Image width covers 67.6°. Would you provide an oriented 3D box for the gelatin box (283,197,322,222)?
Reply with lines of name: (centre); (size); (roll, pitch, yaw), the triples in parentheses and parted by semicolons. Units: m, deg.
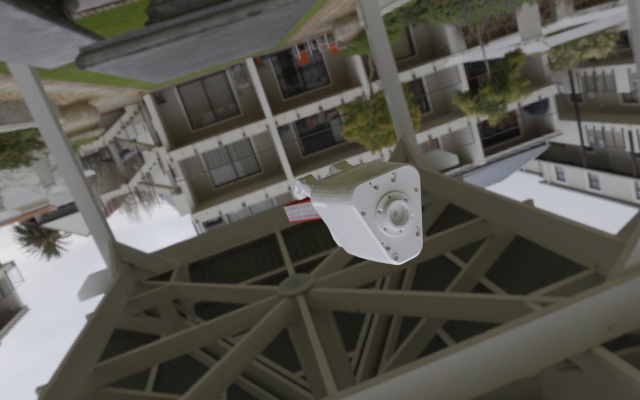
gelatin box: (0.000, 0.003, 0.689); (0.073, 0.030, 0.089); (-26, 8, -34)
